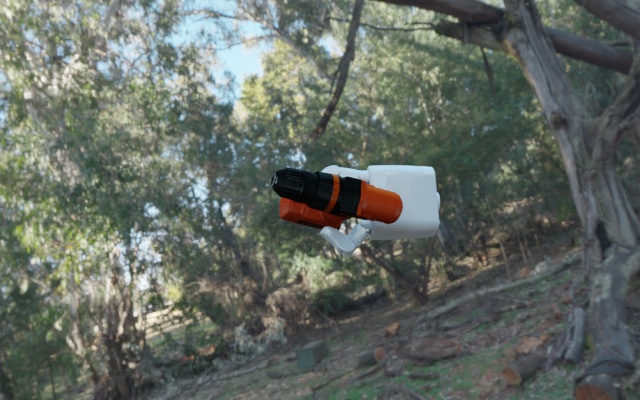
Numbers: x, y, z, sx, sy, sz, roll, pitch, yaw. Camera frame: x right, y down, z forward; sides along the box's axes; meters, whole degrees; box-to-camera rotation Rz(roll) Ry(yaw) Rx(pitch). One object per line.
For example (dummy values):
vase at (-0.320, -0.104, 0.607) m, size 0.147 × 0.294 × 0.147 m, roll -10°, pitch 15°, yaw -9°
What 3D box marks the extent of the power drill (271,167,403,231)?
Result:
power drill at (0.000, 0.002, 0.695) m, size 0.184 × 0.057 × 0.187 m, roll 15°, pitch -10°, yaw -18°
